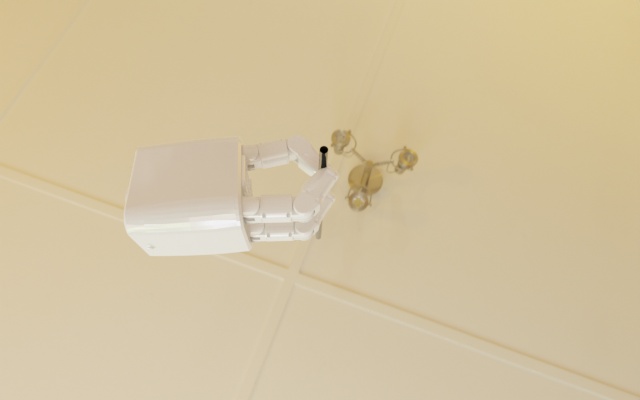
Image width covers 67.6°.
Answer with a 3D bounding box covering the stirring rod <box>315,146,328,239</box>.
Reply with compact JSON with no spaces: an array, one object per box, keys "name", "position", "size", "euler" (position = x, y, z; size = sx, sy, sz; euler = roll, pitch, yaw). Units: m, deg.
[{"name":"stirring rod","position":[0.000,0.002,0.541],"size":[0.011,0.011,0.240],"euler":[0,-23,-2]}]
